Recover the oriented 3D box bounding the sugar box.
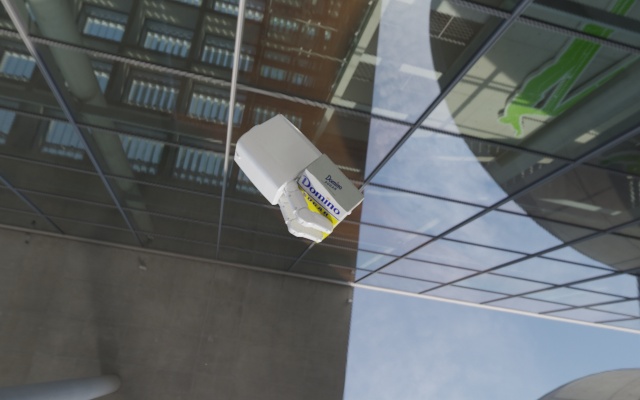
[{"bbox_3d":[0.000,0.003,0.778,0.048,0.093,0.176,-40,-6,-22],"label":"sugar box"}]
